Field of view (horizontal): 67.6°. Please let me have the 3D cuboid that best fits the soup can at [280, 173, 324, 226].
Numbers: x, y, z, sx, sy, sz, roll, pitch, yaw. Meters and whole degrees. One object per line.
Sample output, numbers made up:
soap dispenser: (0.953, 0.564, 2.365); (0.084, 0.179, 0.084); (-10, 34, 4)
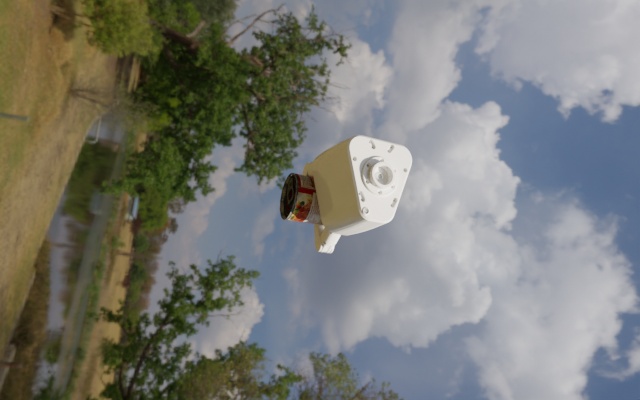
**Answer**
soup can: (0.000, 0.003, 0.693); (0.102, 0.068, 0.068); (10, -4, -21)
